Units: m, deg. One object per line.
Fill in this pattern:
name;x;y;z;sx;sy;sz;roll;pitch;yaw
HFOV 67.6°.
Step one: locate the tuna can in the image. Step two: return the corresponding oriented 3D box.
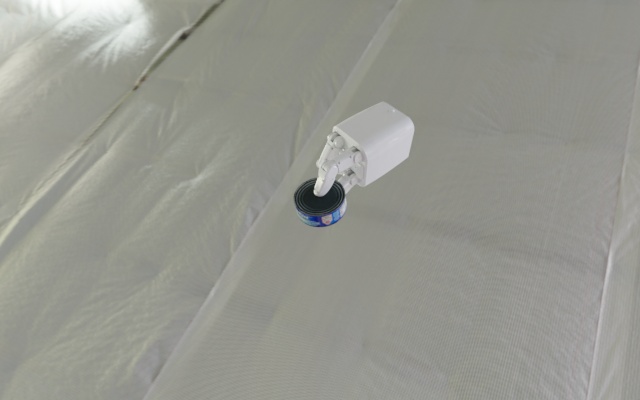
tuna can;0.000;0.003;0.790;0.086;0.086;0.034;0;-42;10
